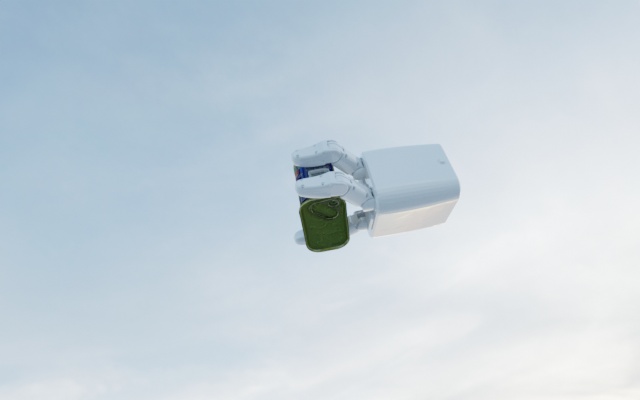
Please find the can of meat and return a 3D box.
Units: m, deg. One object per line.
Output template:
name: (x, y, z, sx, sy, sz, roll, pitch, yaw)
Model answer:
can of meat: (0.000, 0.002, 0.614, 0.057, 0.083, 0.102, -11, -42, -1)
